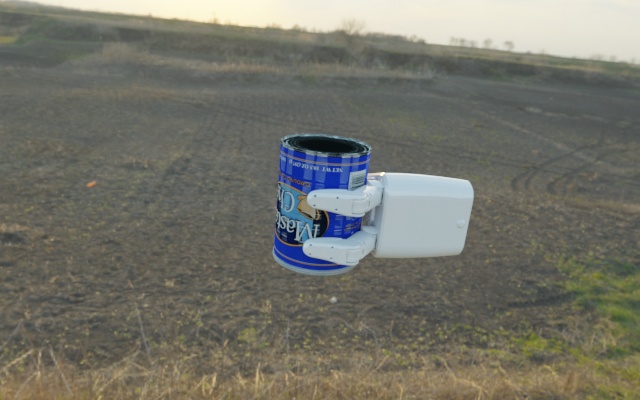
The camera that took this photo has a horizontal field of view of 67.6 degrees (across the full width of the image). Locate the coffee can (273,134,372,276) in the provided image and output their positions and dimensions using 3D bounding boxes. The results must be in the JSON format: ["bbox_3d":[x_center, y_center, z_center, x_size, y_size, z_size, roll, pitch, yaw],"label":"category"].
[{"bbox_3d":[0.000,0.002,0.554,0.103,0.140,0.102,5,19,-2],"label":"coffee can"}]
